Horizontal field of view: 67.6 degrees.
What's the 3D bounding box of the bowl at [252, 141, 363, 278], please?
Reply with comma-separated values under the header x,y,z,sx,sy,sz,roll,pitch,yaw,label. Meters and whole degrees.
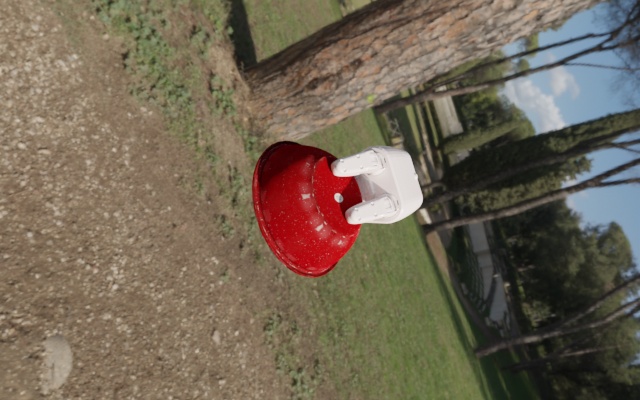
x,y,z,sx,sy,sz,roll,pitch,yaw,label
0.000,0.002,0.533,0.055,0.162,0.162,-18,-11,36,bowl
